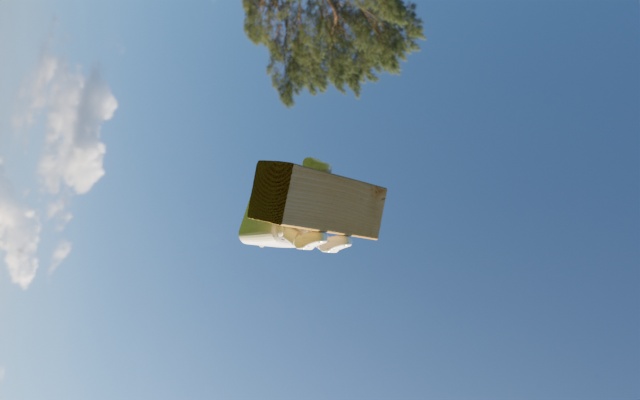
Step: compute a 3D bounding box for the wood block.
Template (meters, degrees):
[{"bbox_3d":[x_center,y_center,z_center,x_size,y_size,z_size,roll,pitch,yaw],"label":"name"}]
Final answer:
[{"bbox_3d":[0.000,0.002,0.755,0.206,0.091,0.090,11,-2,-42],"label":"wood block"}]
